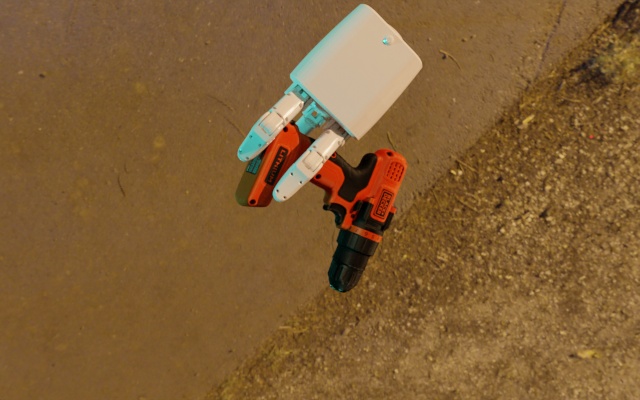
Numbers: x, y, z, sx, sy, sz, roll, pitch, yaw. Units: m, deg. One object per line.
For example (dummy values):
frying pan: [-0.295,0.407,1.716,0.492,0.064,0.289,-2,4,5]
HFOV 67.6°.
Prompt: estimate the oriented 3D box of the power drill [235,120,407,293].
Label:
power drill: [0.000,0.001,0.557,0.188,0.184,0.057,23,-4,-29]
